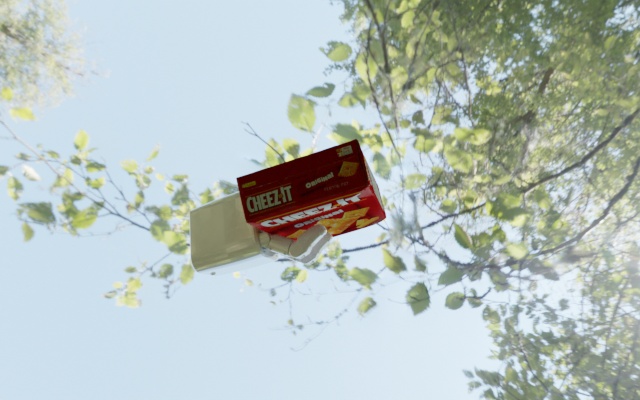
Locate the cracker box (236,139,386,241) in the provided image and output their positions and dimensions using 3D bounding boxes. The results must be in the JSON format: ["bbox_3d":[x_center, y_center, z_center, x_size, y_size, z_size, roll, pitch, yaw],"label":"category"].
[{"bbox_3d":[0.000,0.002,0.683,0.164,0.072,0.214,-17,-16,9],"label":"cracker box"}]
